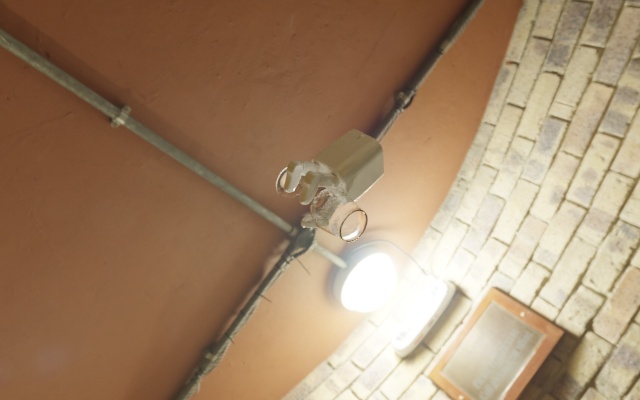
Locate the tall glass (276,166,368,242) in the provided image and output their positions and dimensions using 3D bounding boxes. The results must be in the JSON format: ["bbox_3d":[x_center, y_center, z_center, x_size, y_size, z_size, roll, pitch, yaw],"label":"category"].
[{"bbox_3d":[0.000,0.003,0.888,0.079,0.079,0.201,0,25,-40],"label":"tall glass"}]
